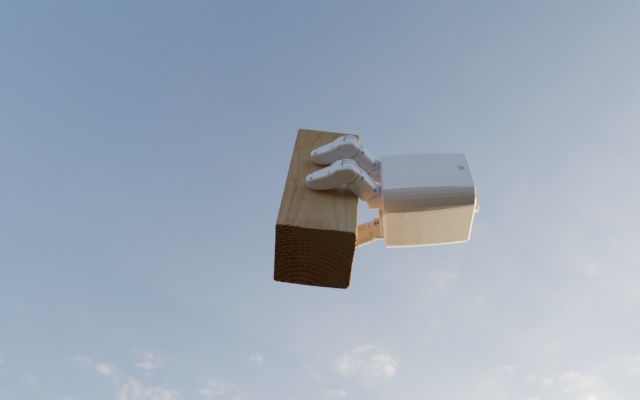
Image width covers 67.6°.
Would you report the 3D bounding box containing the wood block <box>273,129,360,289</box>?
[{"bbox_3d":[0.000,0.002,0.606,0.090,0.091,0.206,6,37,1],"label":"wood block"}]
